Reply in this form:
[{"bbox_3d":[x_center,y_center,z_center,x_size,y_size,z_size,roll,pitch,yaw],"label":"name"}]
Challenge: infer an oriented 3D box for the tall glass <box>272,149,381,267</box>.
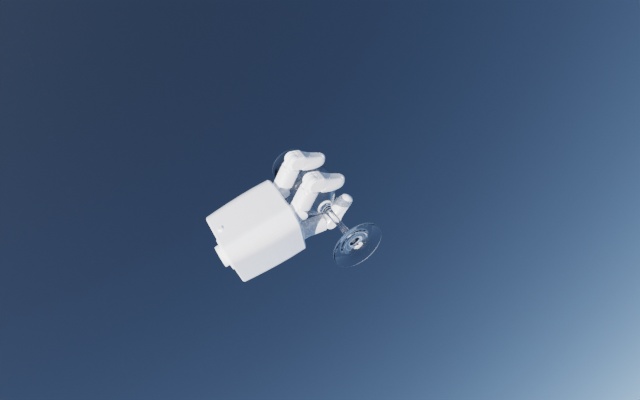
[{"bbox_3d":[0.001,0.003,0.690,0.079,0.079,0.201,0,35,-37],"label":"tall glass"}]
